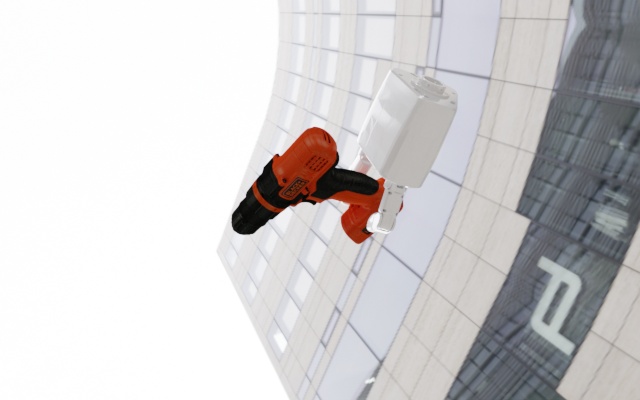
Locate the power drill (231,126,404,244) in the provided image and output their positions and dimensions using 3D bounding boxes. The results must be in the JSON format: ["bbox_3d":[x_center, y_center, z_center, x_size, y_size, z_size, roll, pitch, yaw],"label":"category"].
[{"bbox_3d":[0.001,0.002,0.617,0.188,0.057,0.184,19,-48,-38],"label":"power drill"}]
